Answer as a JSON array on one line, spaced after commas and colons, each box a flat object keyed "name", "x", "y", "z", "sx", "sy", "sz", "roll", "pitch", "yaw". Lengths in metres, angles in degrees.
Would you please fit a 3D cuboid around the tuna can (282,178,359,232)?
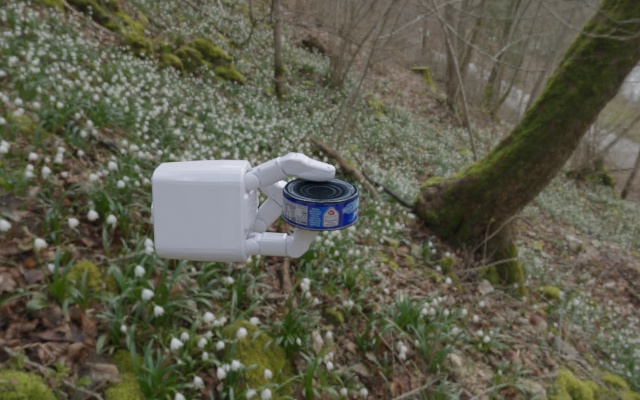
[{"name": "tuna can", "x": 0.000, "y": 0.001, "z": 0.530, "sx": 0.086, "sy": 0.034, "sz": 0.086, "roll": 2, "pitch": 21, "yaw": -1}]
